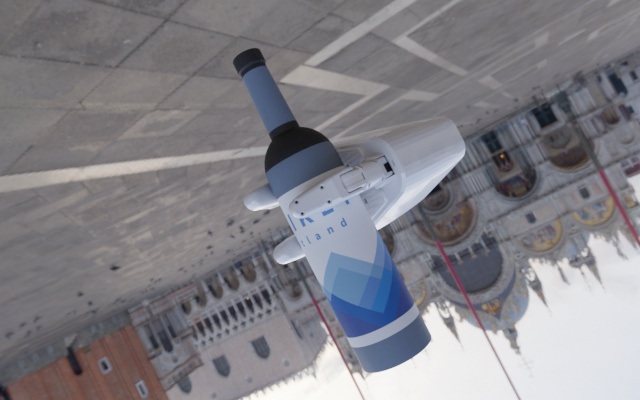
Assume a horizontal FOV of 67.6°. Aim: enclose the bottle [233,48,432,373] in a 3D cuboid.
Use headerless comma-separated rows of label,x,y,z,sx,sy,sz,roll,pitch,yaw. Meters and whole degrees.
bottle,0.000,0.002,0.422,0.069,0.295,0.069,-27,-3,-1
